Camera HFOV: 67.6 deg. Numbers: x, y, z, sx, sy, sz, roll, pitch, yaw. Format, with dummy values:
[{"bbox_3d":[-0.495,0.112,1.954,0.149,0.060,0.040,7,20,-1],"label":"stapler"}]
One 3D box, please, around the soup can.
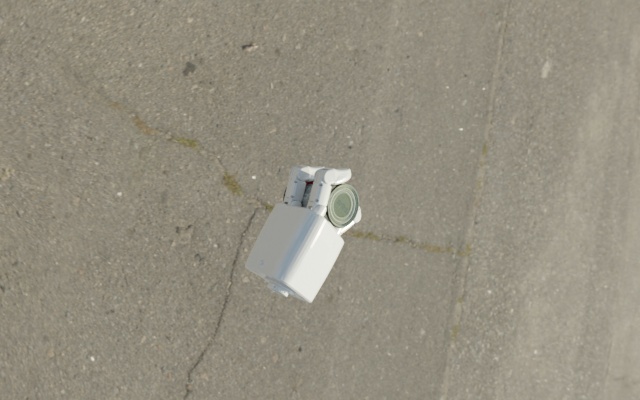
[{"bbox_3d":[0.001,0.002,0.730,0.068,0.068,0.102,0,6,-42],"label":"soup can"}]
